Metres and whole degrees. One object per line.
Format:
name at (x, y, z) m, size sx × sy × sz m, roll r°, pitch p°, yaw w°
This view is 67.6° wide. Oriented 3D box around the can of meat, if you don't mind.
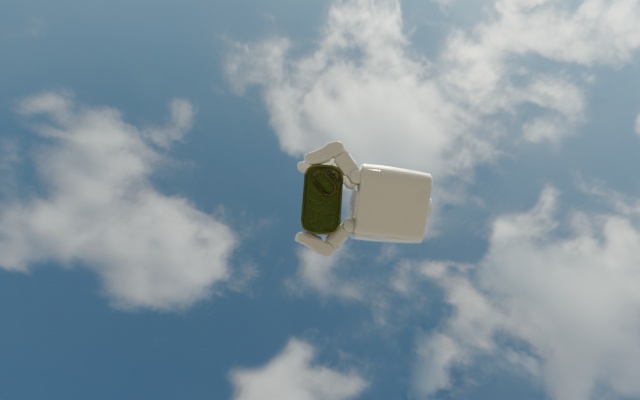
can of meat at (0.000, 0.003, 0.728) m, size 0.057 × 0.102 × 0.084 m, roll 4°, pitch -6°, yaw -3°
